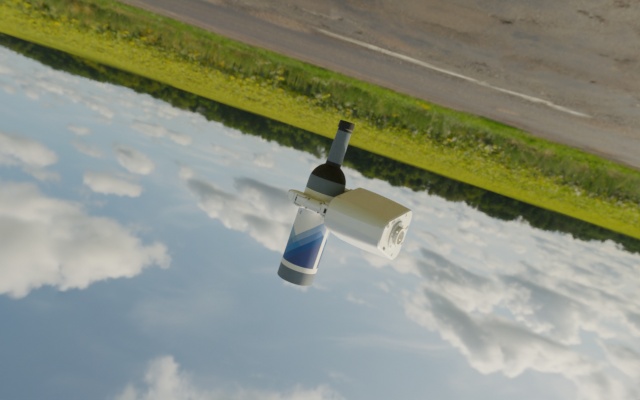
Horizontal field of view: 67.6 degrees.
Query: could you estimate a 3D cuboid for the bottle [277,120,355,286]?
[{"bbox_3d":[0.000,0.003,0.843,0.069,0.296,0.069,18,7,-2],"label":"bottle"}]
